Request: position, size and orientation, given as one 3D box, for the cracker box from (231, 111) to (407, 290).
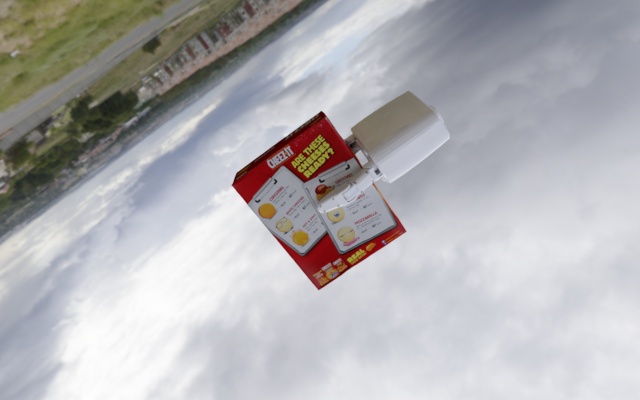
[{"bbox_3d":[0.000,0.003,0.710,0.164,0.214,0.072,-35,19,7],"label":"cracker box"}]
